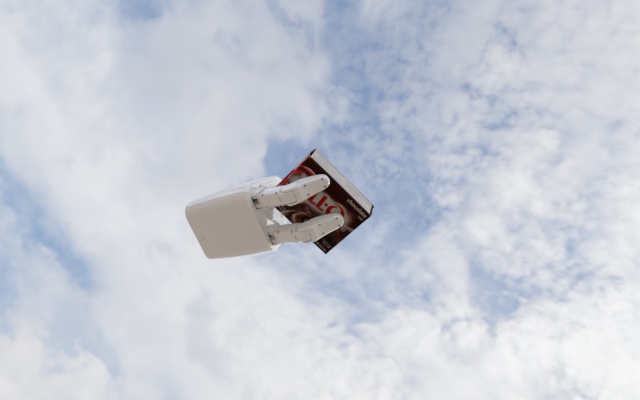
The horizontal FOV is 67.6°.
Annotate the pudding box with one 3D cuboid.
[{"bbox_3d":[0.000,0.002,0.630,0.090,0.113,0.039,-43,10,28],"label":"pudding box"}]
